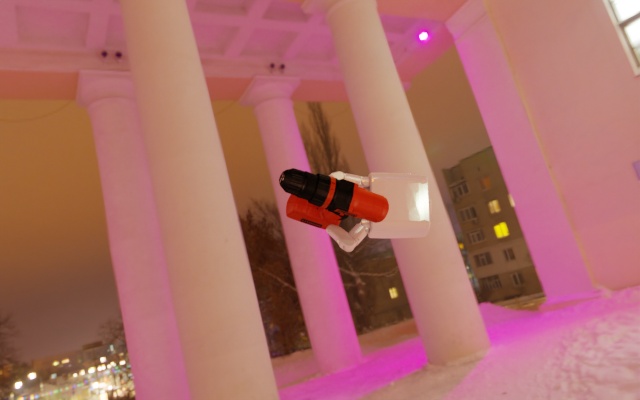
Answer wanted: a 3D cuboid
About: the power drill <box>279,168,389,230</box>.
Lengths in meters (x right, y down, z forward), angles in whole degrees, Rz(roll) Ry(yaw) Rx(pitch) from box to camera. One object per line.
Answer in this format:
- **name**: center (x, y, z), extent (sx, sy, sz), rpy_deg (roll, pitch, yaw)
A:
- **power drill**: center (0.000, 0.003, 0.818), extent (0.184, 0.057, 0.188), rpy_deg (19, -13, -15)
